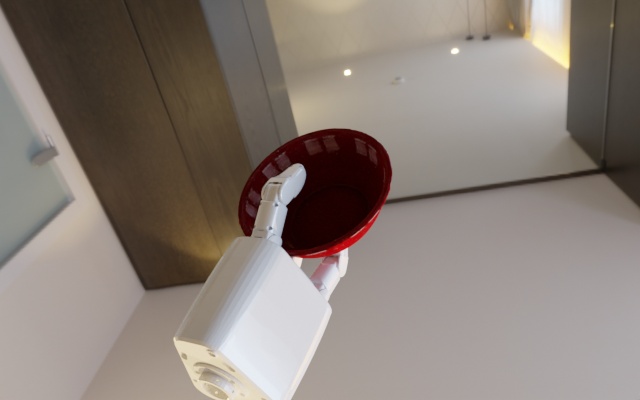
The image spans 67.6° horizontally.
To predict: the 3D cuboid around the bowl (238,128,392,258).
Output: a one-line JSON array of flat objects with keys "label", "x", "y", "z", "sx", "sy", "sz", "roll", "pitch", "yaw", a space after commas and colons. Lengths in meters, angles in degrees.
[{"label": "bowl", "x": 0.001, "y": 0.001, "z": 0.488, "sx": 0.162, "sy": 0.162, "sz": 0.055, "roll": 0, "pitch": -37, "yaw": 26}]
